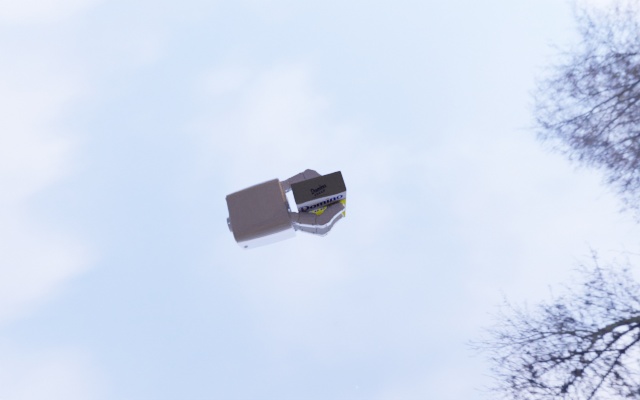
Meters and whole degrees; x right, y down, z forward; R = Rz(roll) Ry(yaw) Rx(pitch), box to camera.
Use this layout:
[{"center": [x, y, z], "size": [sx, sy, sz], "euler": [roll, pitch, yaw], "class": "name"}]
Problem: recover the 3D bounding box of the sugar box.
[{"center": [0.000, 0.004, 0.892], "size": [0.093, 0.048, 0.176], "euler": [-16, -14, -2], "class": "sugar box"}]
